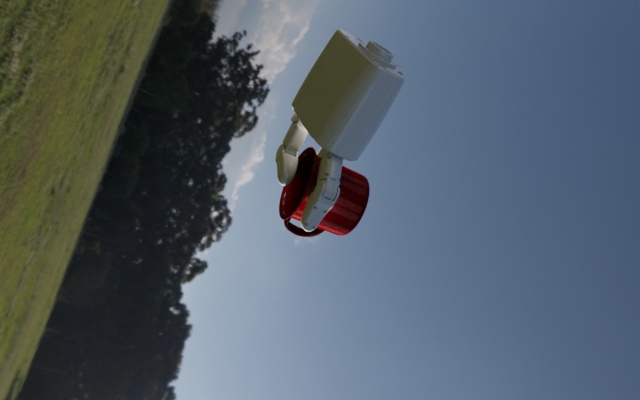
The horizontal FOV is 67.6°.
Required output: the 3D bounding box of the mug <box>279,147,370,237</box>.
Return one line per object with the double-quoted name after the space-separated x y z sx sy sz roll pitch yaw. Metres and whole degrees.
0.000 0.003 0.586 0.081 0.117 0.093 22 30 -20 "mug"
